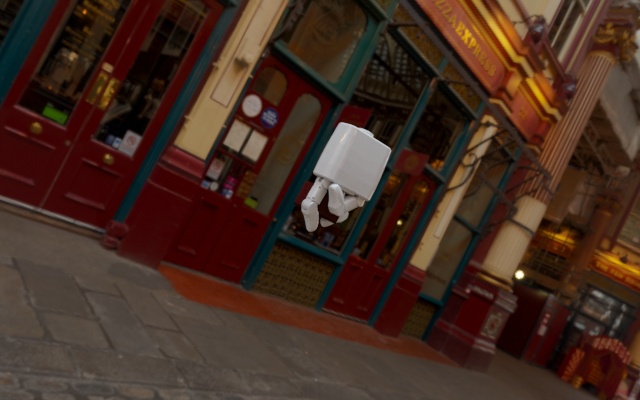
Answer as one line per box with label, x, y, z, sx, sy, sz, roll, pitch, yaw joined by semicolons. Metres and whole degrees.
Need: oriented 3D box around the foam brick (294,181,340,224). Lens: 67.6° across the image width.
foam brick;0.000;0.003;0.898;0.078;0.051;0.053;24;-3;46
